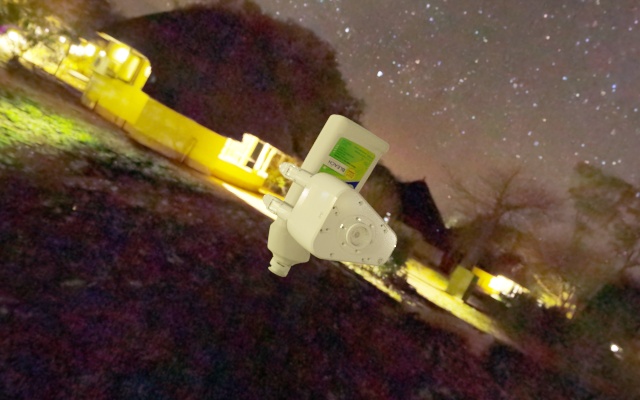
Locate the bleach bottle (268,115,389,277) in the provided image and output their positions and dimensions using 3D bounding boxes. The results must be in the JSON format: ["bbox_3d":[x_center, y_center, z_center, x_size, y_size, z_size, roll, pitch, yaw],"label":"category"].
[{"bbox_3d":[0.000,0.002,0.724,0.102,0.251,0.068,28,2,-21],"label":"bleach bottle"}]
